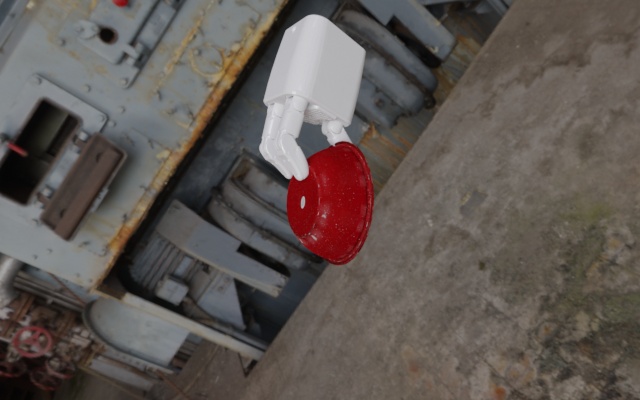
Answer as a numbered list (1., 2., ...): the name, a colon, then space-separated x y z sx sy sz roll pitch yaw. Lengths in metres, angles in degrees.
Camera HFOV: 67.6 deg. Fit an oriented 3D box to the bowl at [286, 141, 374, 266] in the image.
1. bowl: 0.000 0.003 0.608 0.055 0.162 0.162 3 -1 -29
